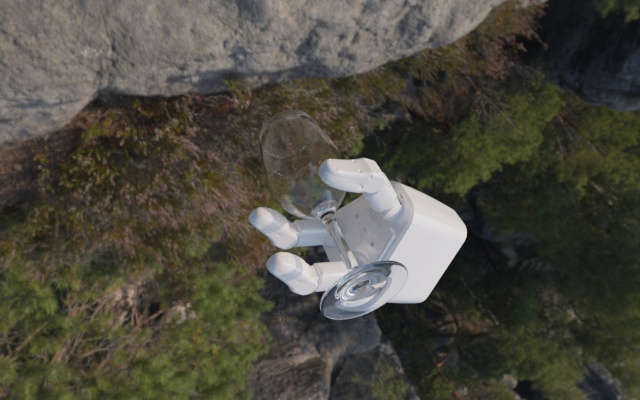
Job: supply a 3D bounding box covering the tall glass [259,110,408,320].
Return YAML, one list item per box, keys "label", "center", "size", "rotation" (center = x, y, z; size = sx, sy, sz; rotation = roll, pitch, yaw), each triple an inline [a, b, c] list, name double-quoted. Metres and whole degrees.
- label: "tall glass"
  center: [0.000, 0.002, 0.431]
  size: [0.079, 0.201, 0.079]
  rotation: [-16, -39, -13]
